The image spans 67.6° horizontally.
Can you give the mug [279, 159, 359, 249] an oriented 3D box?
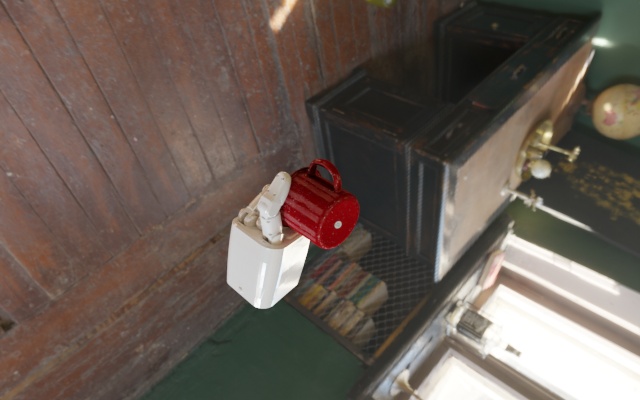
[{"bbox_3d":[0.001,0.001,0.637,0.081,0.117,0.093,31,31,35],"label":"mug"}]
